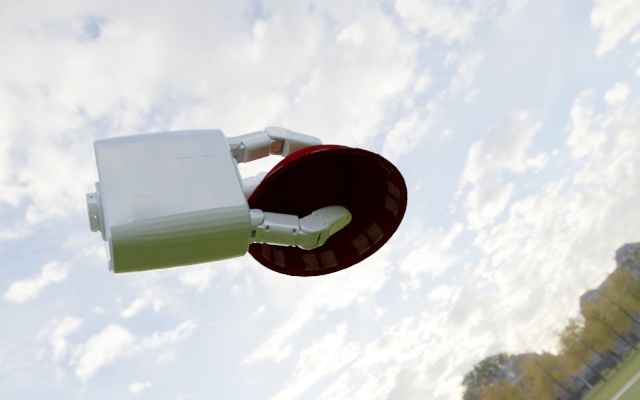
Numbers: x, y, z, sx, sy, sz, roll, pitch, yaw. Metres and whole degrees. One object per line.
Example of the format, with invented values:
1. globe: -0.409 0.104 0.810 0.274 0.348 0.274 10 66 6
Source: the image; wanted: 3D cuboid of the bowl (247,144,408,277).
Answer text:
1. bowl: 0.001 0.001 0.466 0.162 0.162 0.055 0 40 -18
